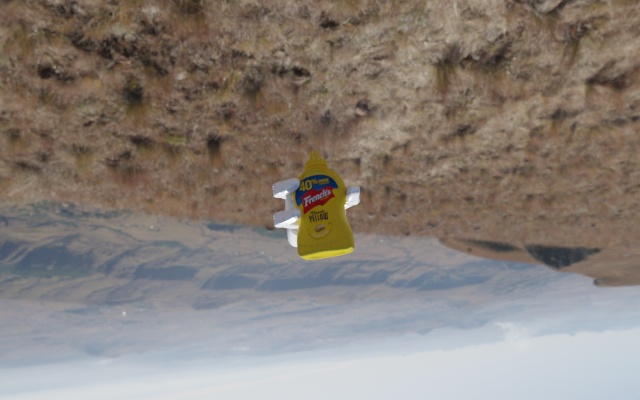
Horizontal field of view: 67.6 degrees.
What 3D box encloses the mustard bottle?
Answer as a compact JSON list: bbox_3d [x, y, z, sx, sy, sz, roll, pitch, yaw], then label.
[{"bbox_3d":[0.000,0.003,0.841,0.096,0.191,0.058,-12,-19,15],"label":"mustard bottle"}]
